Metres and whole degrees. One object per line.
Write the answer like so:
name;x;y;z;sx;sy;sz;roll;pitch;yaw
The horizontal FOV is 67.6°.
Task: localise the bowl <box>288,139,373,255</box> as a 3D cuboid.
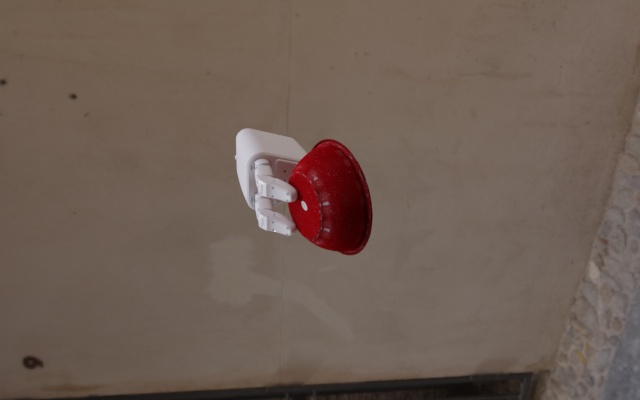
bowl;0.000;0.002;0.634;0.055;0.162;0.162;-15;7;-29
